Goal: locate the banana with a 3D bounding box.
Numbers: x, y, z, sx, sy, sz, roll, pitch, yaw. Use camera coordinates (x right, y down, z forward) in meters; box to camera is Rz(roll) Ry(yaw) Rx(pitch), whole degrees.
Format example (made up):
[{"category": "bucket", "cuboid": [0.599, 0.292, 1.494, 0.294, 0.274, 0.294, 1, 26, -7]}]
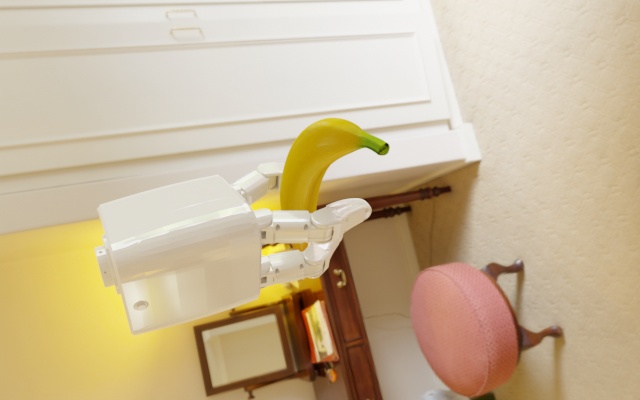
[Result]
[{"category": "banana", "cuboid": [-0.007, -0.016, 0.430, 0.037, 0.069, 0.198, -20, -19, -28]}]
